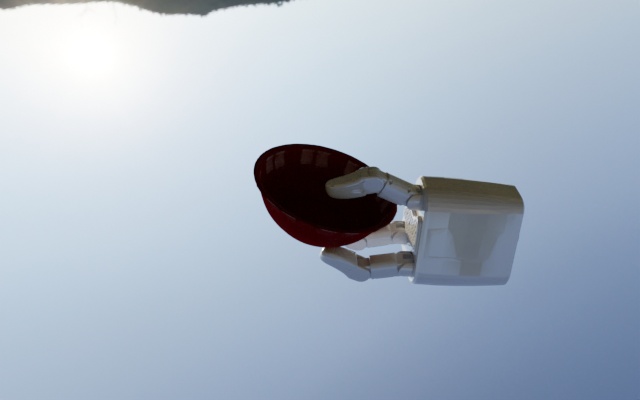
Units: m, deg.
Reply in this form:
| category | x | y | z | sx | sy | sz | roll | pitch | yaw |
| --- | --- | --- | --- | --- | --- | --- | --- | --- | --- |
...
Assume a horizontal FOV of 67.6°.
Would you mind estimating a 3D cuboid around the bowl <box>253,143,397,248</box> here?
| category | x | y | z | sx | sy | sz | roll | pitch | yaw |
| --- | --- | --- | --- | --- | --- | --- | --- | --- | --- |
| bowl | -0.001 | 0.002 | 0.531 | 0.162 | 0.055 | 0.162 | 13 | 35 | -9 |
